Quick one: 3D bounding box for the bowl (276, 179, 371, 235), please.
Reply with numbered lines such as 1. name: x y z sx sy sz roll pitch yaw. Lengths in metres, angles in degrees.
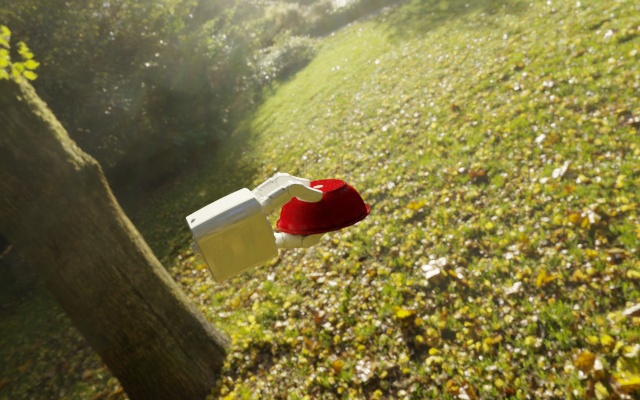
1. bowl: 0.001 0.002 0.796 0.162 0.055 0.162 -9 16 3
